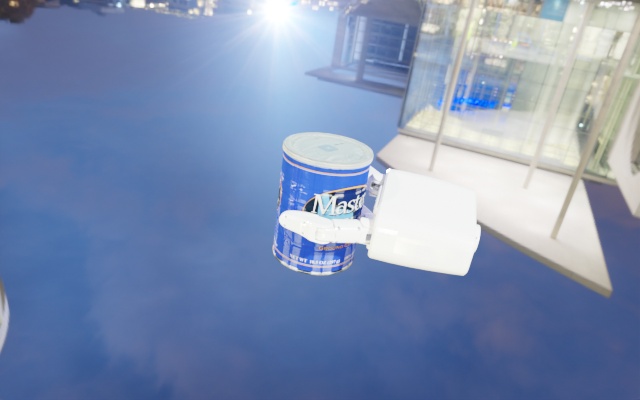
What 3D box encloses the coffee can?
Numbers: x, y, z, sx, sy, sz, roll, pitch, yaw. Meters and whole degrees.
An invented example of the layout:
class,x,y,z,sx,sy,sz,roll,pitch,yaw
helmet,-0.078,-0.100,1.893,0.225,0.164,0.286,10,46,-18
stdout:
class,x,y,z,sx,sy,sz,roll,pitch,yaw
coffee can,0.000,0.002,0.567,0.103,0.140,0.102,7,25,-3
